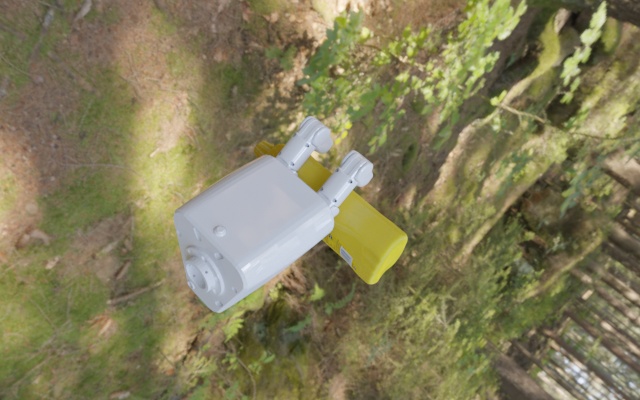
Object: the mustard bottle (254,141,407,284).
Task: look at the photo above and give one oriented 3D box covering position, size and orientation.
[{"bbox_3d":[0.001,0.002,0.500,0.191,0.058,0.096,41,-15,17],"label":"mustard bottle"}]
